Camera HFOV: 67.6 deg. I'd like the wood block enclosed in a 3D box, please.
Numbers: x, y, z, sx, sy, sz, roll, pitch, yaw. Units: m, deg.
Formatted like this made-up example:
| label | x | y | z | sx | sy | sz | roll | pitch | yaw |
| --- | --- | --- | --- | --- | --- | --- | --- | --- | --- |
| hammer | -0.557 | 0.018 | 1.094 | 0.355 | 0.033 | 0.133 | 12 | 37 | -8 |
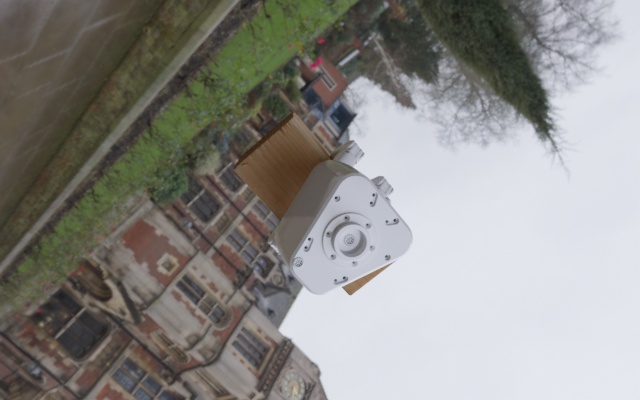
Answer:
| label | x | y | z | sx | sy | sz | roll | pitch | yaw |
| --- | --- | --- | --- | --- | --- | --- | --- | --- | --- |
| wood block | 0.000 | 0.002 | 0.584 | 0.091 | 0.206 | 0.090 | -39 | 14 | 7 |
